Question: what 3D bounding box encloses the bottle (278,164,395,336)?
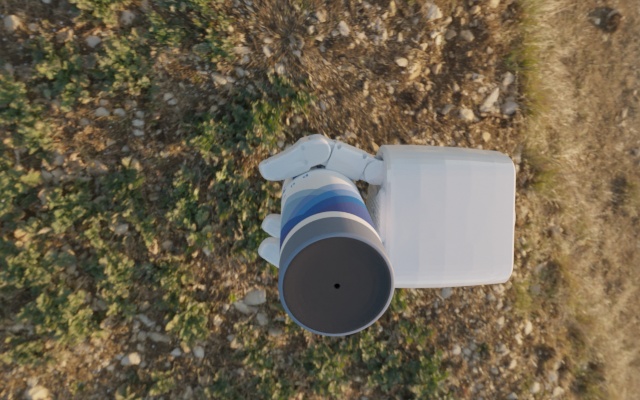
[{"bbox_3d":[0.000,0.001,0.408,0.069,0.069,0.295,0,19,-4],"label":"bottle"}]
